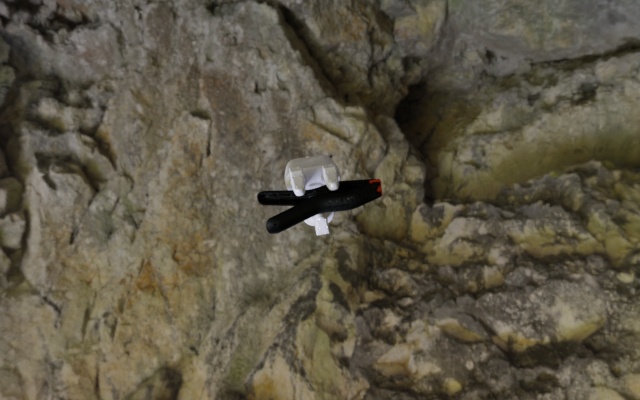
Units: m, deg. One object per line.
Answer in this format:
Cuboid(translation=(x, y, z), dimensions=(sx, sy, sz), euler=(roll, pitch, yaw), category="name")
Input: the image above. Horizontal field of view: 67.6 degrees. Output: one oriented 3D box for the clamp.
Cuboid(translation=(0.001, 0.003, 0.768), dimensions=(0.210, 0.036, 0.164), euler=(-9, 20, -3), category="clamp")
